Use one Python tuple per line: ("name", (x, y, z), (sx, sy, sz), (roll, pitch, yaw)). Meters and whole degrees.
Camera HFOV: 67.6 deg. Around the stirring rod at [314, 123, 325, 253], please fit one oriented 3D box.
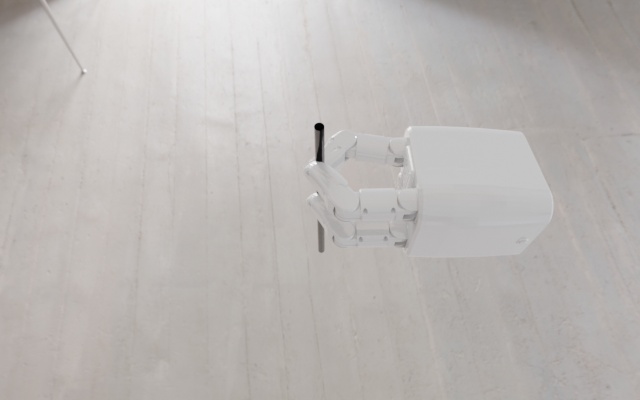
("stirring rod", (0.000, 0.002, 0.469), (0.011, 0.011, 0.240), (0, -29, 1))
